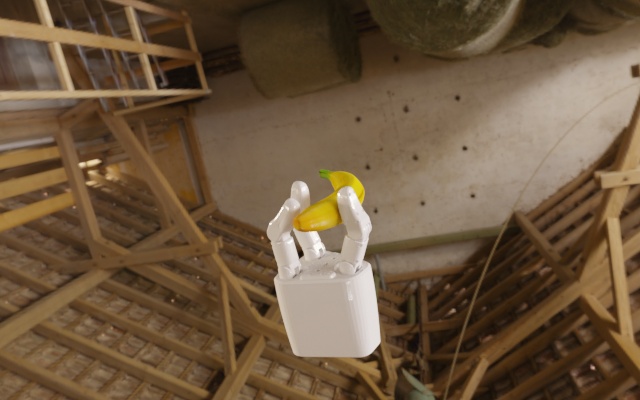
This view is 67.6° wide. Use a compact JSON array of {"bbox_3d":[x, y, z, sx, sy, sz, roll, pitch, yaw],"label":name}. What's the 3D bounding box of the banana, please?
[{"bbox_3d":[0.019,-0.001,0.597,0.069,0.037,0.197,-5,17,11],"label":"banana"}]
